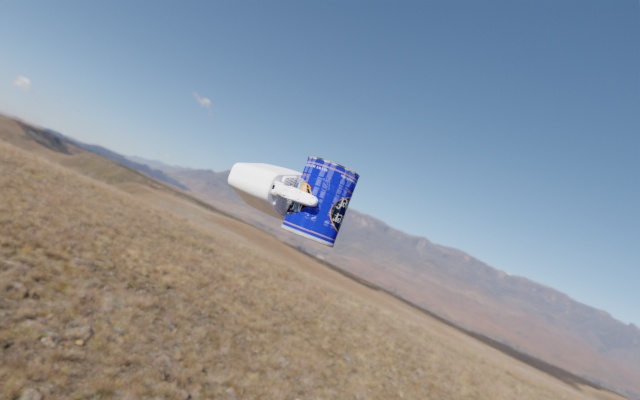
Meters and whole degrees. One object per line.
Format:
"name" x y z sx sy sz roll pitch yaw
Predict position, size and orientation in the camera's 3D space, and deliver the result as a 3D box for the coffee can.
"coffee can" 0.000 0.003 0.874 0.103 0.140 0.103 21 -3 1
